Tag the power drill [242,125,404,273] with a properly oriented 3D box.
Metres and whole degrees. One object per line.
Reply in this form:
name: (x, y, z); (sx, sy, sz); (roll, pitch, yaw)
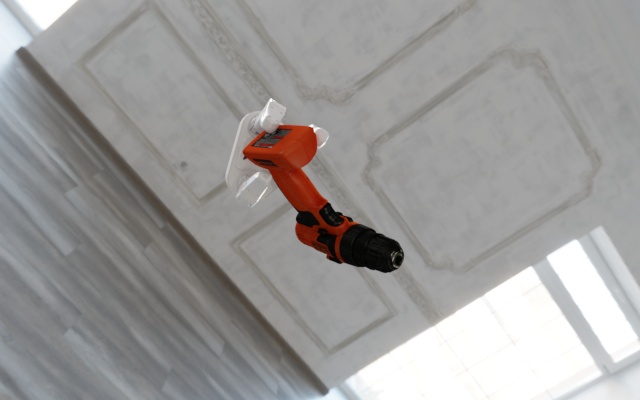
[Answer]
power drill: (0.000, 0.001, 0.563); (0.057, 0.188, 0.184); (-45, 31, -24)
